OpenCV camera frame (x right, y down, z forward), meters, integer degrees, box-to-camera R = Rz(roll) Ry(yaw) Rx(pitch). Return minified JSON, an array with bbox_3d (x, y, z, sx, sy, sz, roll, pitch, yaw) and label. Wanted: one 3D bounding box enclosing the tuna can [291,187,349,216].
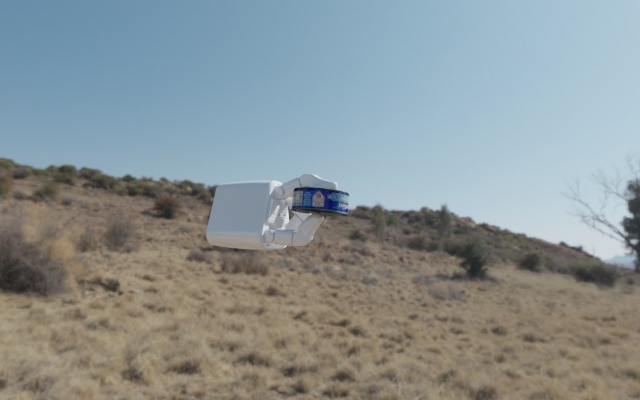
[{"bbox_3d":[0.000,0.002,0.713,0.086,0.033,0.086,5,-6,1],"label":"tuna can"}]
